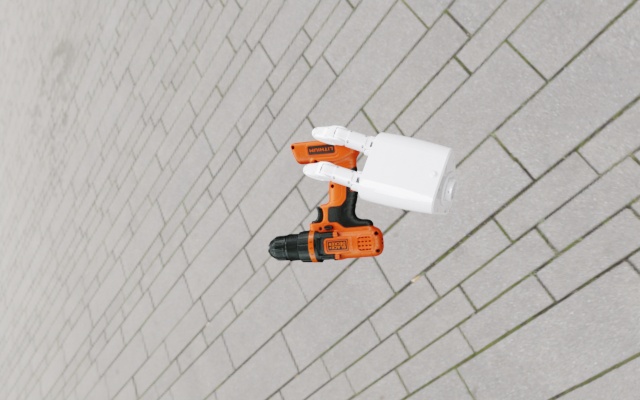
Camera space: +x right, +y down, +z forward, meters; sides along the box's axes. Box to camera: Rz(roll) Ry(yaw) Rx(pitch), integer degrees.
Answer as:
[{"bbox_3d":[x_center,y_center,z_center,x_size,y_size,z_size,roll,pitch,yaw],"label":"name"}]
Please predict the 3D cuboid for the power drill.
[{"bbox_3d":[0.000,0.002,0.741,0.184,0.187,0.057,-5,2,14],"label":"power drill"}]
